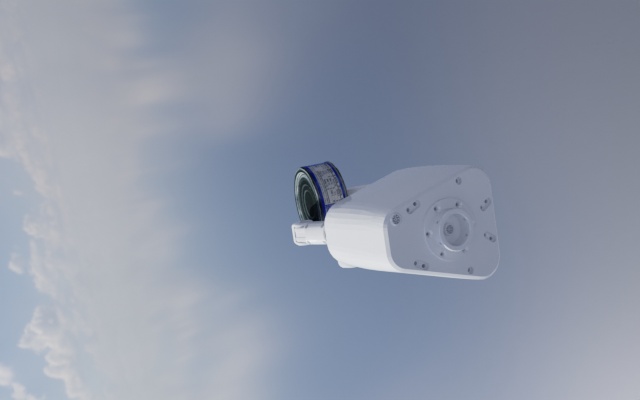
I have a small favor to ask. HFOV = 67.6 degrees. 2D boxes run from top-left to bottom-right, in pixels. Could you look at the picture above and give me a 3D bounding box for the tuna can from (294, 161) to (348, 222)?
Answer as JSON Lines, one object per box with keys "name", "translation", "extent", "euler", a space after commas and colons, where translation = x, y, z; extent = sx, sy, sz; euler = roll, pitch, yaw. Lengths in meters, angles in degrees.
{"name": "tuna can", "translation": [0.000, 0.002, 0.528], "extent": [0.034, 0.086, 0.086], "euler": [-13, 4, -19]}
